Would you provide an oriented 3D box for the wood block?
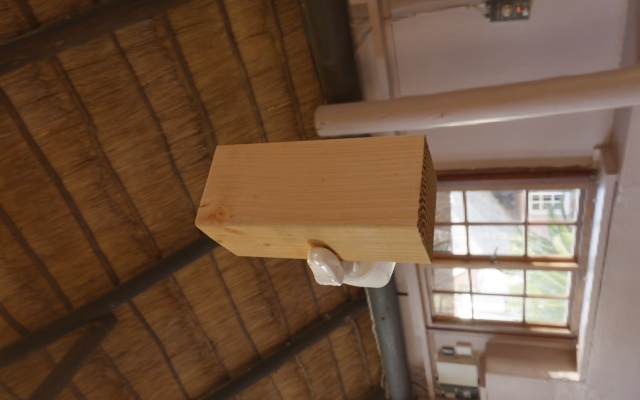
[{"bbox_3d":[0.000,0.002,0.458,0.206,0.090,0.090,-1,-26,21],"label":"wood block"}]
